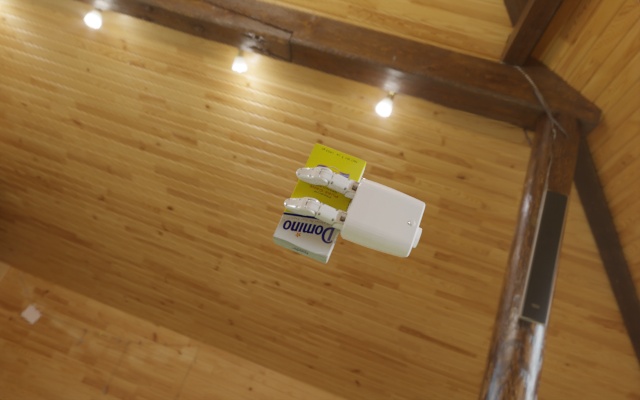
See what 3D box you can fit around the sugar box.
[{"bbox_3d":[0.000,0.002,0.771,0.093,0.176,0.048,20,-22,6],"label":"sugar box"}]
